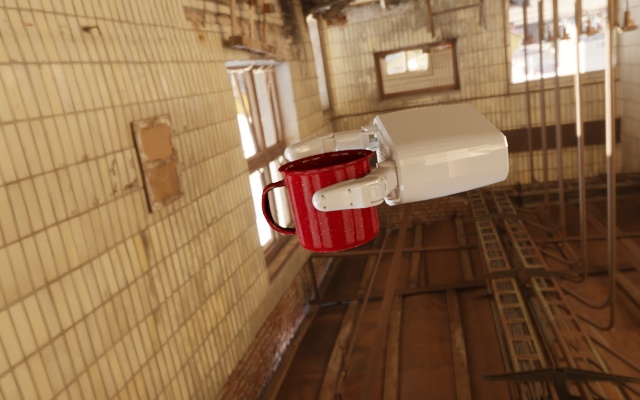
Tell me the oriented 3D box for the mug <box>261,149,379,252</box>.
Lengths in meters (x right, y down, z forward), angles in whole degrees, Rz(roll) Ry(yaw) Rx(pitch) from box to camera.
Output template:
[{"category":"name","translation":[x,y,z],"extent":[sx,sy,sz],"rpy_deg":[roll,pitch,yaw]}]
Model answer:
[{"category":"mug","translation":[-0.001,0.002,0.467],"extent":[0.117,0.081,0.093],"rpy_deg":[-11,13,0]}]
